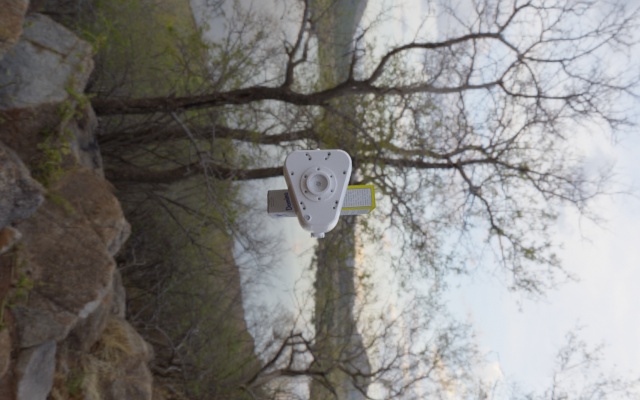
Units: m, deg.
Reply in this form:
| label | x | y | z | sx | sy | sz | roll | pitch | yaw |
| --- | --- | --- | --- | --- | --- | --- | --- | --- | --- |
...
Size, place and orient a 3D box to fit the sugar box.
| label | x | y | z | sx | sy | sz | roll | pitch | yaw |
| --- | --- | --- | --- | --- | --- | --- | --- | --- | --- |
| sugar box | 0.000 | 0.002 | 0.814 | 0.176 | 0.048 | 0.093 | -1 | -8 | -2 |
